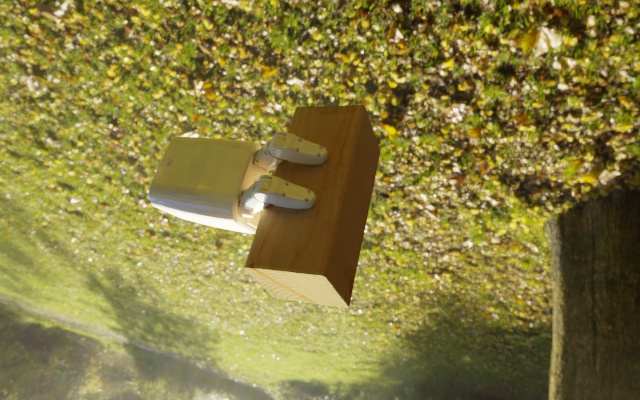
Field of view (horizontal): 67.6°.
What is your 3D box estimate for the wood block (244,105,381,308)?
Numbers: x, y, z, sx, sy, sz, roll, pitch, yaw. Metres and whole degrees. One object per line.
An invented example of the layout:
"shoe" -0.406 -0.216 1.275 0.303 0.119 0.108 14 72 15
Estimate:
"wood block" 0.000 0.002 0.534 0.090 0.206 0.091 3 -30 22
